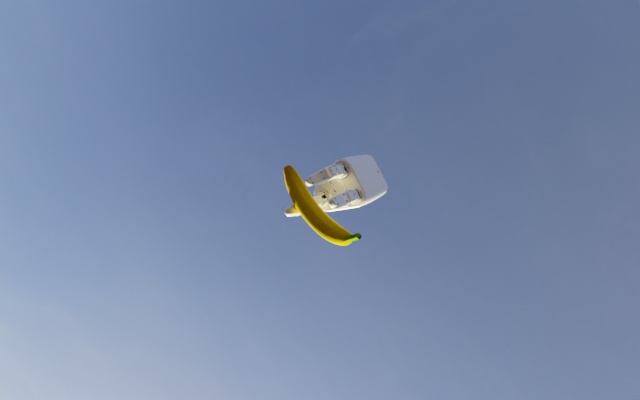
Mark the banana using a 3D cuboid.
[{"bbox_3d":[-0.005,0.019,0.861,0.197,0.070,0.037,43,37,21],"label":"banana"}]
